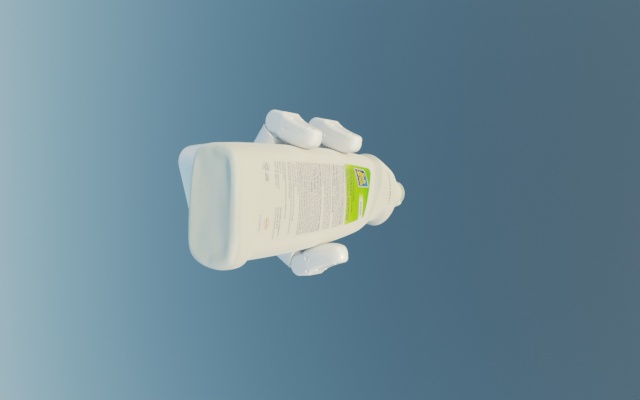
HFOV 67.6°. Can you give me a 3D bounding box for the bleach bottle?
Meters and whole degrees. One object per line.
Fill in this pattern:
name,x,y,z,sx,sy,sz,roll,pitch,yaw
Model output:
bleach bottle,0.000,0.001,0.457,0.068,0.102,0.251,7,5,42
